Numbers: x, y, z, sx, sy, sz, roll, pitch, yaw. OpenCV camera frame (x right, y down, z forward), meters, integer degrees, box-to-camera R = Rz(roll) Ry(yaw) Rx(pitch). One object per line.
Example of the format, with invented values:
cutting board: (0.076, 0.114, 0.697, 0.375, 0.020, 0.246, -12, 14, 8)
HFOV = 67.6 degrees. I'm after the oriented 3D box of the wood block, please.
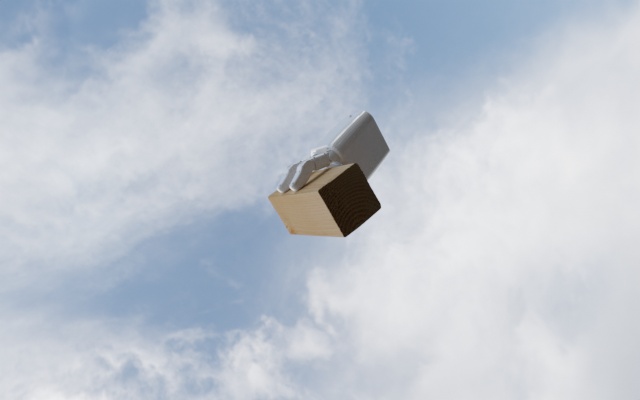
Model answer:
wood block: (0.001, 0.003, 0.846, 0.090, 0.091, 0.206, -37, 14, -24)
